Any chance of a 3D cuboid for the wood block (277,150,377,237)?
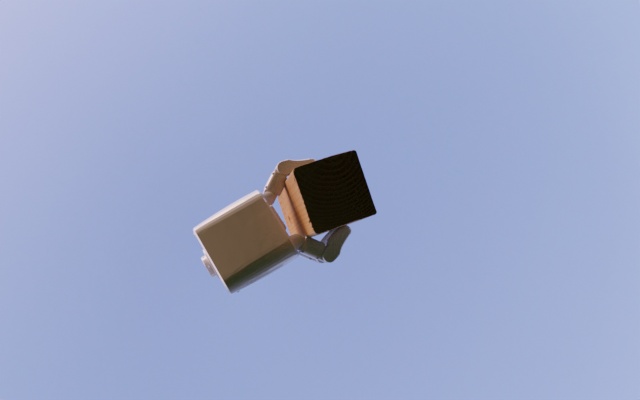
[{"bbox_3d":[0.000,0.002,0.704,0.090,0.091,0.206,-18,-4,-13],"label":"wood block"}]
